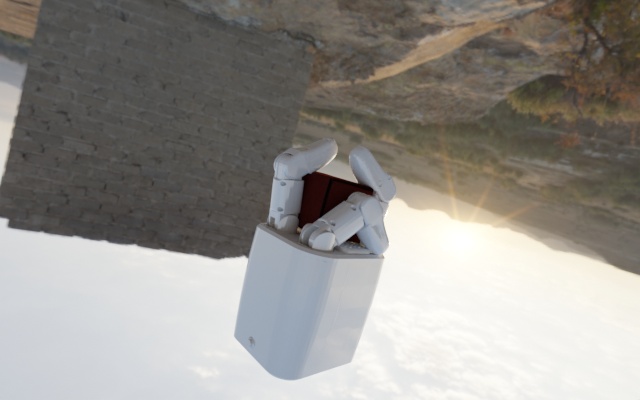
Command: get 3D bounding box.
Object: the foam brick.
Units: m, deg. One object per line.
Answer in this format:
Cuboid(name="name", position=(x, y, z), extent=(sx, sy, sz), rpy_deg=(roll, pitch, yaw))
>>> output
Cuboid(name="foam brick", position=(0.000, 0.001, 0.437), extent=(0.053, 0.051, 0.078), rpy_deg=(12, 5, -36))
